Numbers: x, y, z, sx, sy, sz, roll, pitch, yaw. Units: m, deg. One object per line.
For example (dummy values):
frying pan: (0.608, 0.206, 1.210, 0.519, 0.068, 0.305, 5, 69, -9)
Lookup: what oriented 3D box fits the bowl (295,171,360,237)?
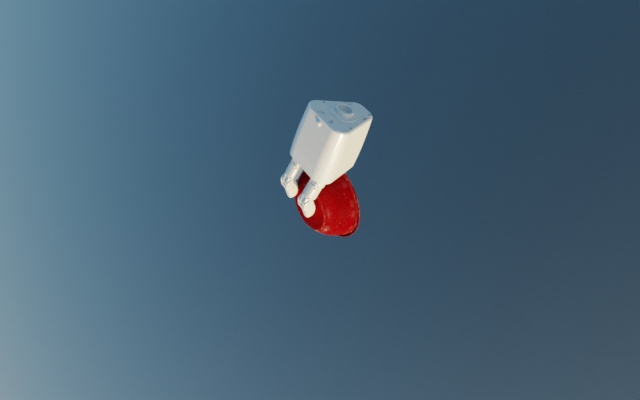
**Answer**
bowl: (0.000, 0.004, 0.889, 0.055, 0.162, 0.162, -25, 13, -30)
